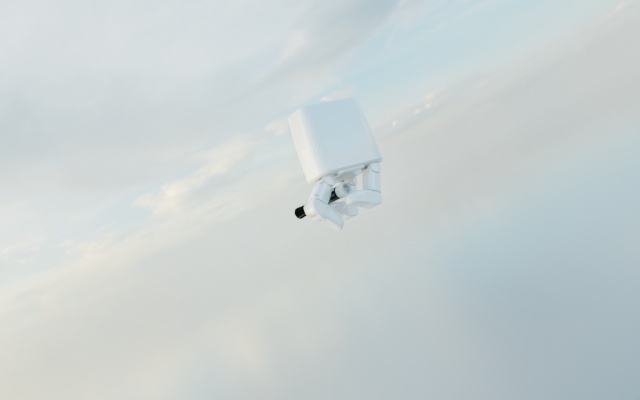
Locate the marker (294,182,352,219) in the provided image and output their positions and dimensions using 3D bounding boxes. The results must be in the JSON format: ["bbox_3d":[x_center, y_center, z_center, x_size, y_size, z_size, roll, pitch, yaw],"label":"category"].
[{"bbox_3d":[0.000,0.002,0.703,0.020,0.020,0.121,0,-19,-40],"label":"marker"}]
